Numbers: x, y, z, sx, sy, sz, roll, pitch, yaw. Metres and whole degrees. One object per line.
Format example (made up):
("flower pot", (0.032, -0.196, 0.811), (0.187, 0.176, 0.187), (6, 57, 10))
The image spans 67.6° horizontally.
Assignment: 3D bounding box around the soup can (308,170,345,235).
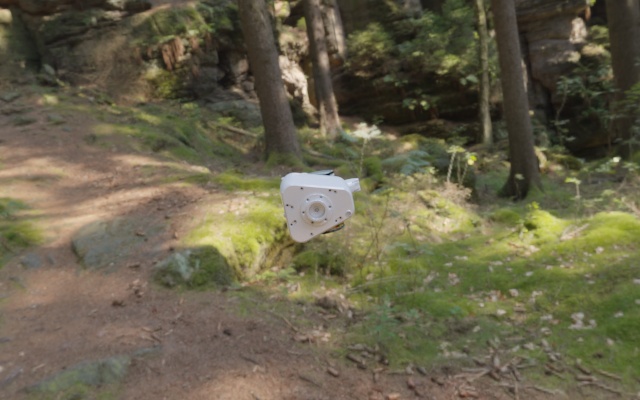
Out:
("soup can", (0.000, 0.002, 0.847), (0.068, 0.102, 0.068), (-11, 10, 2))
